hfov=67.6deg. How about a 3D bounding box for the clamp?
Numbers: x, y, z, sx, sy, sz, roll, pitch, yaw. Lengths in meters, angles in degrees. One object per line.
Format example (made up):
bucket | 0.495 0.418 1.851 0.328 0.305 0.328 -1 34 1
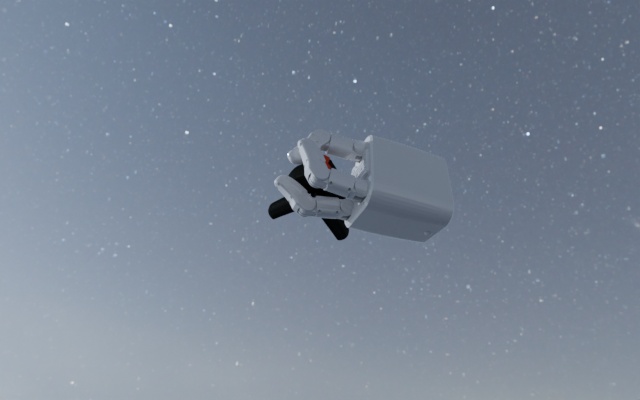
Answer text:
clamp | 0.000 0.001 0.636 0.120 0.039 0.171 17 -27 -9
